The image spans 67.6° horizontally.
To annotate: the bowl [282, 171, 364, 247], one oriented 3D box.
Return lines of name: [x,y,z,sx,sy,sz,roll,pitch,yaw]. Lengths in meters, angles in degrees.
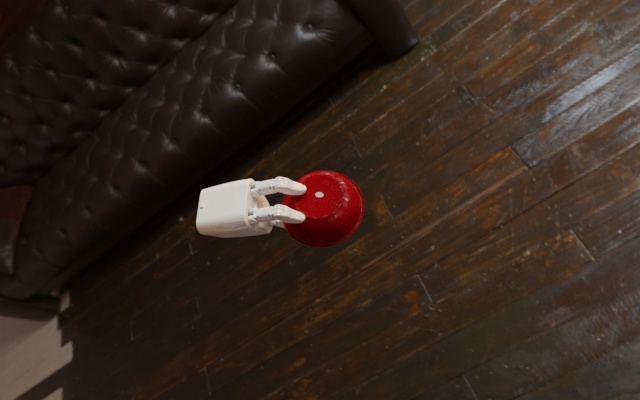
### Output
bowl: [0.001,0.002,0.892,0.162,0.162,0.055,0,-26,9]
